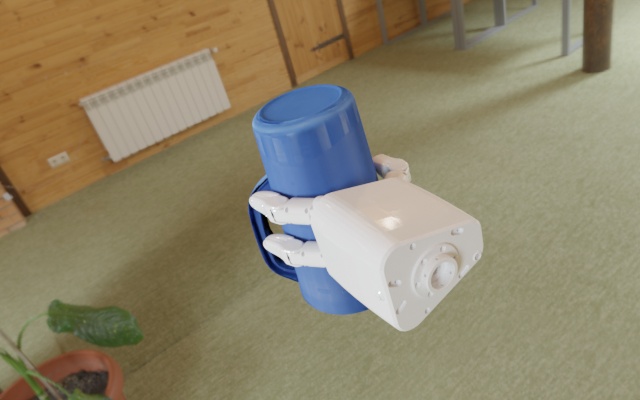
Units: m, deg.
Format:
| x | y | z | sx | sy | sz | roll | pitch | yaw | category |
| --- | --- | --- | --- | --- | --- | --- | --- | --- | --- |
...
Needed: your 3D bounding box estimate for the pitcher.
| x | y | z | sx | sy | sz | roll | pitch | yaw | category |
| --- | --- | --- | --- | --- | --- | --- | --- | --- | --- |
| 0.000 | 0.002 | 0.544 | 0.149 | 0.243 | 0.145 | -29 | 33 | -18 | pitcher |
